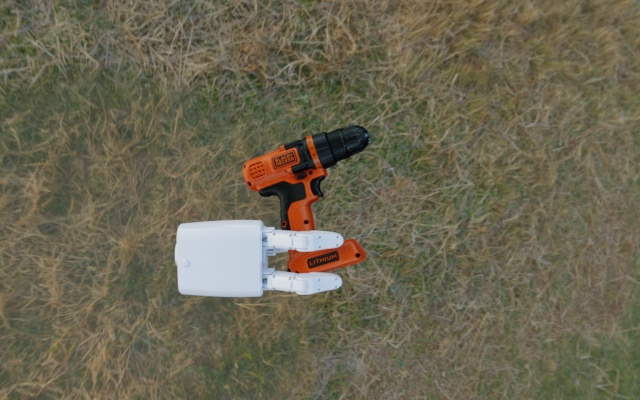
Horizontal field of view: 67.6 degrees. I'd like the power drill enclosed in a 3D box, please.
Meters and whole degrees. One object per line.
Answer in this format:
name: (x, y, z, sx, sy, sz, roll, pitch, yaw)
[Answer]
power drill: (0.000, 0.003, 0.653, 0.184, 0.187, 0.057, -19, -13, 9)
